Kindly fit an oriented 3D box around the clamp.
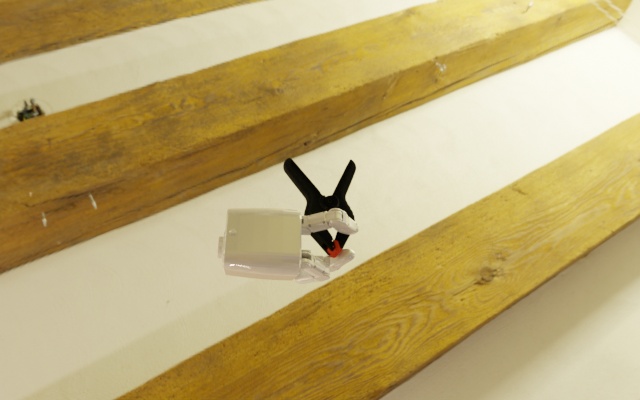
[{"bbox_3d":[0.000,0.003,0.737,0.120,0.171,0.039,4,-32,-8],"label":"clamp"}]
